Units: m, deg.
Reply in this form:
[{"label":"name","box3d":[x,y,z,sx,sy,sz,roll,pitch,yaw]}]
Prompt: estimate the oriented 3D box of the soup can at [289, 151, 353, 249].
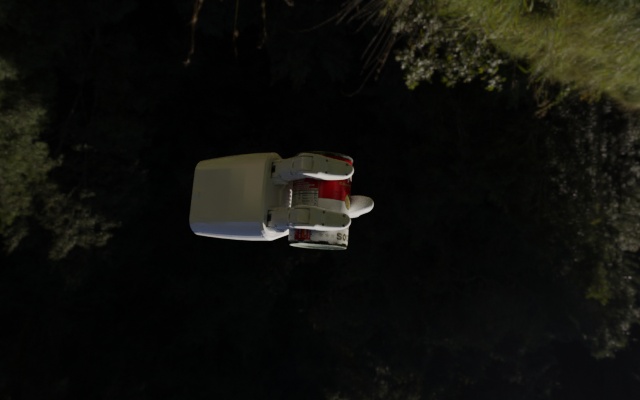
[{"label":"soup can","box3d":[0.001,0.002,0.542,0.068,0.102,0.068,4,-10,1]}]
